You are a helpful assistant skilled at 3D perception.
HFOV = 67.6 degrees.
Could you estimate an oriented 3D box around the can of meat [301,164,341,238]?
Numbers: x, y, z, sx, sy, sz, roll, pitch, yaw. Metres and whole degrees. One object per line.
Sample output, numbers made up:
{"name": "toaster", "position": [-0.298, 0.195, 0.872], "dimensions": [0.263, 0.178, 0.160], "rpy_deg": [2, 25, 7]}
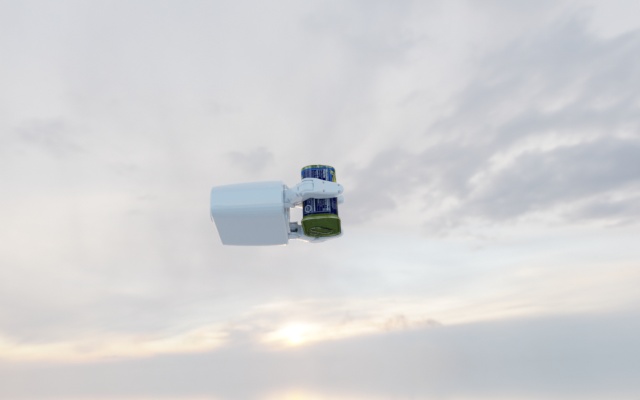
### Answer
{"name": "can of meat", "position": [0.000, 0.002, 0.721], "dimensions": [0.057, 0.084, 0.102], "rpy_deg": [-4, -19, 2]}
